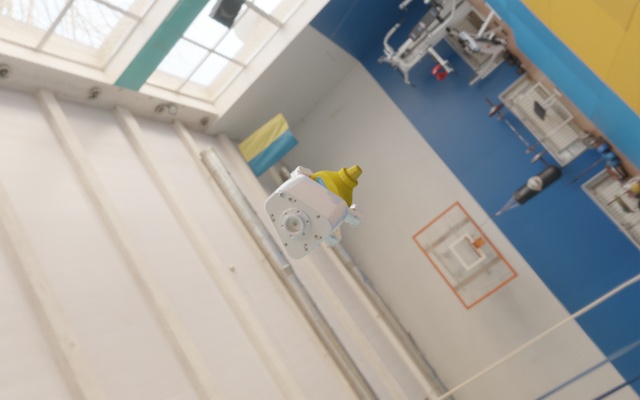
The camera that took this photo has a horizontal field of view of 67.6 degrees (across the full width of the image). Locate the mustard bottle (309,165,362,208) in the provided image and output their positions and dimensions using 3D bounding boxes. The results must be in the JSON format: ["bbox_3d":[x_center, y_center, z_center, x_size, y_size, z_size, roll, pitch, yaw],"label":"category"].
[{"bbox_3d":[0.000,0.003,0.871,0.192,0.096,0.058,-41,-23,20],"label":"mustard bottle"}]
